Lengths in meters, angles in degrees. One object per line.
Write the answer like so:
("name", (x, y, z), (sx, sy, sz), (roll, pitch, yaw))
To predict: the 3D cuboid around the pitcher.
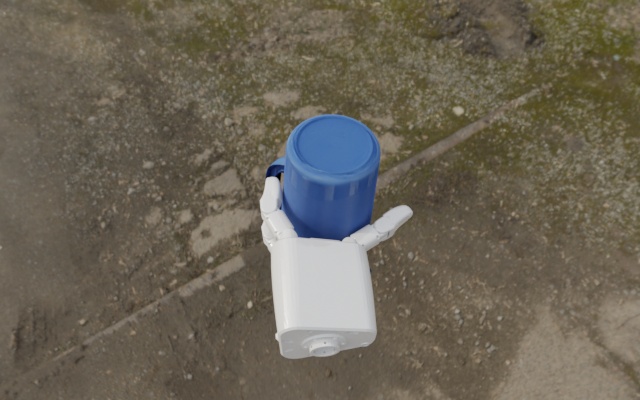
("pitcher", (0.000, 0.002, 0.633), (0.149, 0.145, 0.243), (-2, -36, -5))
